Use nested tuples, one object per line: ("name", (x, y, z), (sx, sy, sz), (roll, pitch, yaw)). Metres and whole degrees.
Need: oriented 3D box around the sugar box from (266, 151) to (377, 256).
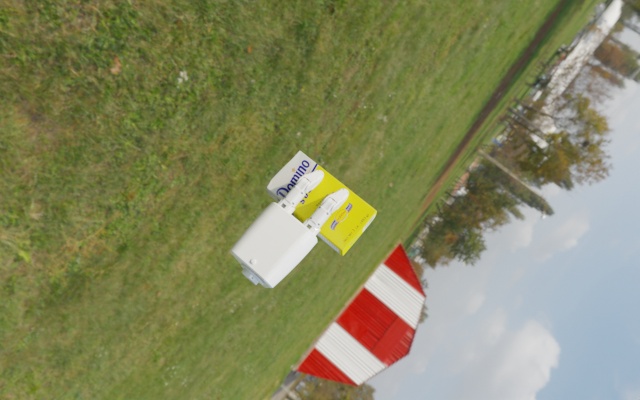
("sugar box", (0.000, 0.003, 0.821), (0.176, 0.093, 0.048), (39, -13, 12))
